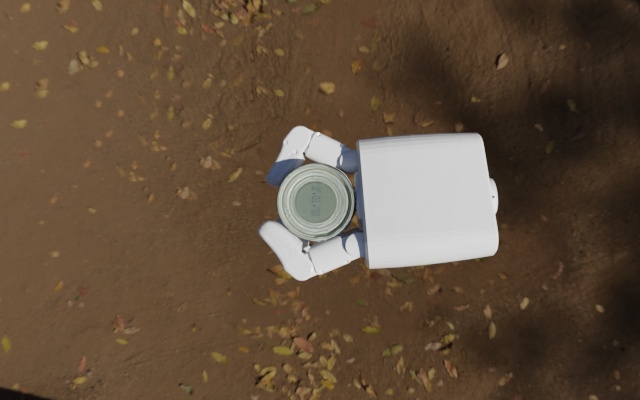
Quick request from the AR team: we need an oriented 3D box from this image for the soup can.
[{"bbox_3d":[0.000,0.001,0.444,0.068,0.068,0.102,0,0,5],"label":"soup can"}]
